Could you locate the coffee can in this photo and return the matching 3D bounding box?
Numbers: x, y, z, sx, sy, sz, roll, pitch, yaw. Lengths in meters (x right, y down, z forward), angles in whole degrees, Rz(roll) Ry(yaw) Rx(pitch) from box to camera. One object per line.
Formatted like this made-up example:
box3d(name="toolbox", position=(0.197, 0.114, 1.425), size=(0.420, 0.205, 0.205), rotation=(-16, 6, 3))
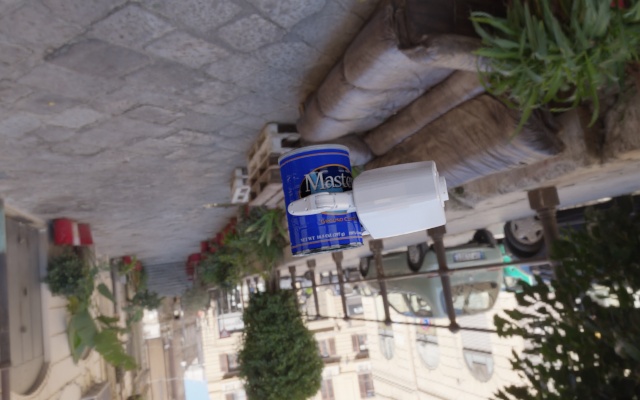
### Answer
box3d(name="coffee can", position=(0.000, 0.002, 0.674), size=(0.103, 0.140, 0.103), rotation=(-8, -9, -1))
